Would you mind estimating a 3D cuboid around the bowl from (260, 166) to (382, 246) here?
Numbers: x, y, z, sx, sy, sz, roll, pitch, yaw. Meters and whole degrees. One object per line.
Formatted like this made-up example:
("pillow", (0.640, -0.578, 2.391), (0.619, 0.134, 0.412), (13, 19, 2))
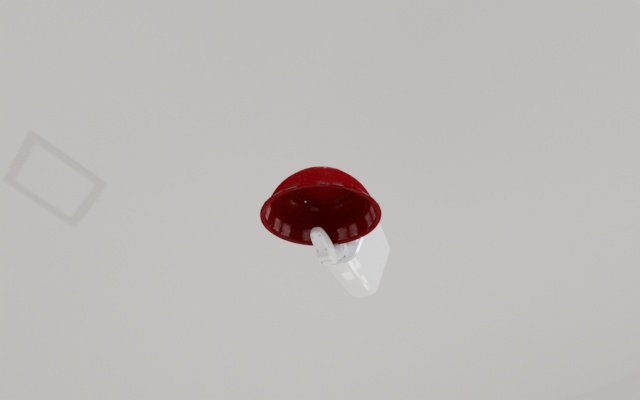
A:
("bowl", (0.000, 0.001, 0.646), (0.162, 0.055, 0.162), (0, -32, 0))
